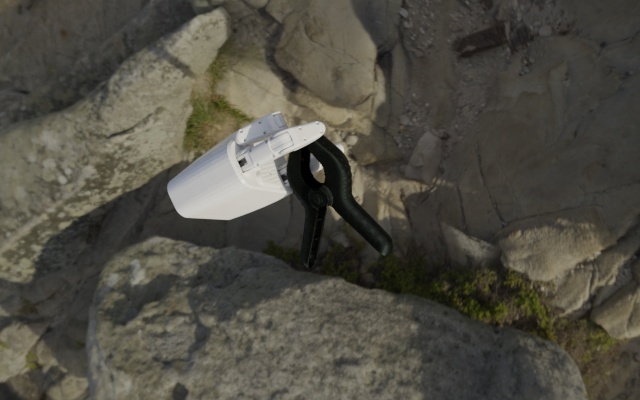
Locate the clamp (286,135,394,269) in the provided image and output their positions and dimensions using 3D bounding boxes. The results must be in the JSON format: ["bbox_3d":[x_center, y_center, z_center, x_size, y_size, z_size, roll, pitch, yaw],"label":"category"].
[{"bbox_3d":[0.000,0.002,0.552,0.120,0.171,0.039,-25,1,27],"label":"clamp"}]
